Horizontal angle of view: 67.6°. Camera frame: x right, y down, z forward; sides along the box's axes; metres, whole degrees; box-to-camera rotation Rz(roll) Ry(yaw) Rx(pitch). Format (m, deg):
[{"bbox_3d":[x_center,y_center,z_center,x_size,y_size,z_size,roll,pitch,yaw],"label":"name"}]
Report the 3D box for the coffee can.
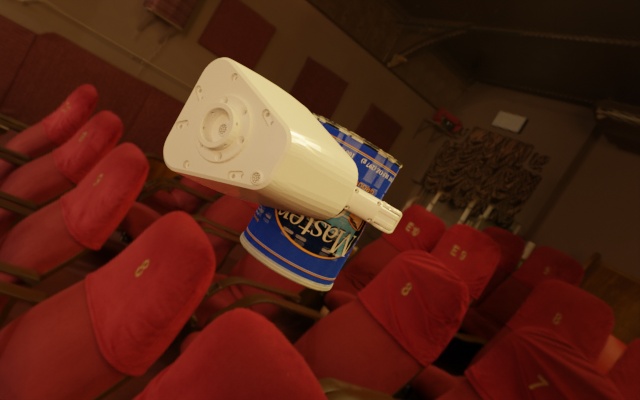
[{"bbox_3d":[0.000,0.002,0.466,0.103,0.140,0.103,30,4,-2],"label":"coffee can"}]
